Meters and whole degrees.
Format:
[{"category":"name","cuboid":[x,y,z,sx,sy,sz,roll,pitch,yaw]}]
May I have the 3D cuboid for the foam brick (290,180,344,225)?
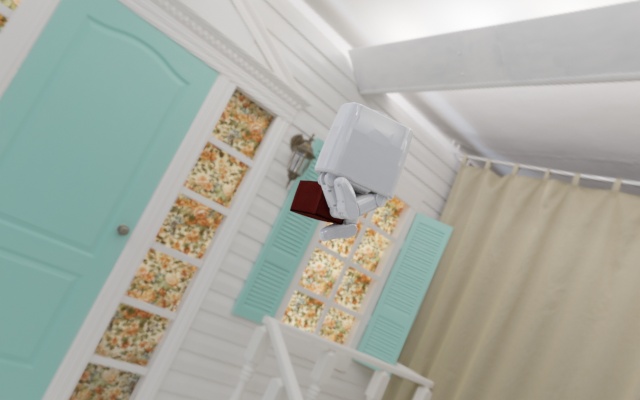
[{"category":"foam brick","cuboid":[0.000,0.002,0.721,0.053,0.051,0.078,20,-7,-32]}]
